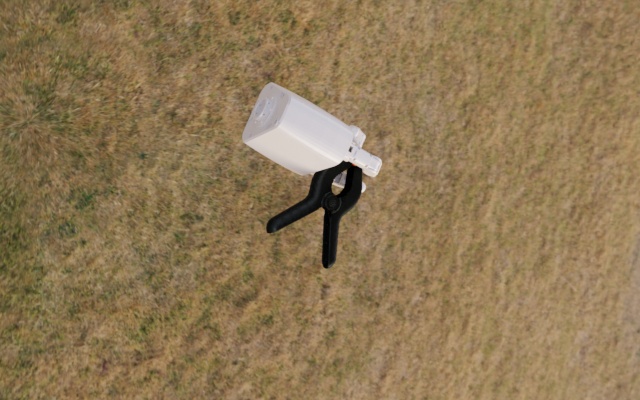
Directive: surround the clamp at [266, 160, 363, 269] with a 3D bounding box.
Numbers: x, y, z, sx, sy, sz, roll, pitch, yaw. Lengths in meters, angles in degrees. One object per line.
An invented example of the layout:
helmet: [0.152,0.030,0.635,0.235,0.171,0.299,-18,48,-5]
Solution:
clamp: [0.001,0.002,0.682,0.120,0.171,0.039,26,-6,-32]
